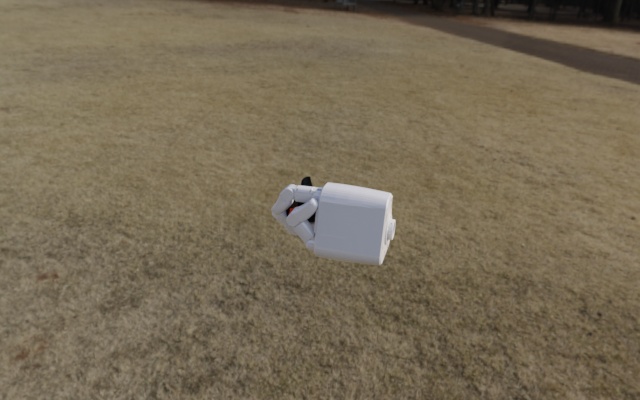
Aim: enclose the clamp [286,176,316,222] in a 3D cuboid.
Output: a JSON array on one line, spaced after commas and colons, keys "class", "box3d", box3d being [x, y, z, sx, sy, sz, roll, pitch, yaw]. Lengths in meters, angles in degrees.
[{"class": "clamp", "box3d": [0.000, 0.002, 0.840, 0.120, 0.039, 0.171, 8, 25, 15]}]
